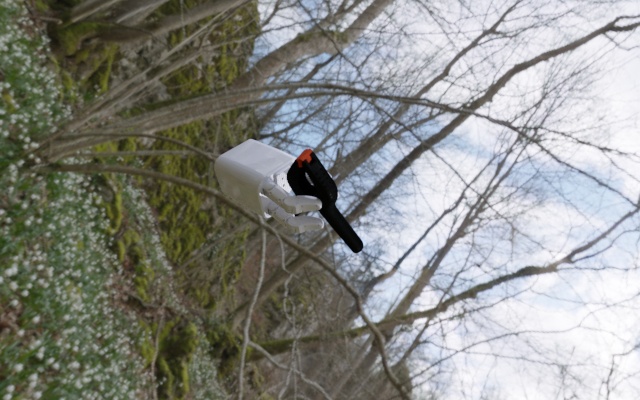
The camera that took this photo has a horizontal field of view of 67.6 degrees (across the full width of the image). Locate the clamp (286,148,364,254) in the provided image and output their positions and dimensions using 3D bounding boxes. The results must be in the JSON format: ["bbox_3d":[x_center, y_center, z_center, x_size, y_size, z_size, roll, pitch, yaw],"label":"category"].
[{"bbox_3d":[0.000,0.002,0.797,0.164,0.036,0.210,26,-32,23],"label":"clamp"}]
